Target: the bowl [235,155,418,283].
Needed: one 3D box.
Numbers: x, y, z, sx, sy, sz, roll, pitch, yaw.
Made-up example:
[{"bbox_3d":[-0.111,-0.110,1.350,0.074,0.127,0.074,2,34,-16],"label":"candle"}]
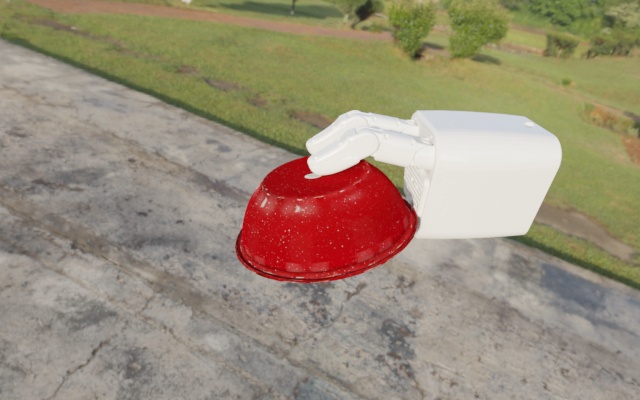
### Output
[{"bbox_3d":[-0.001,0.001,0.410,0.162,0.055,0.162,-9,26,4],"label":"bowl"}]
